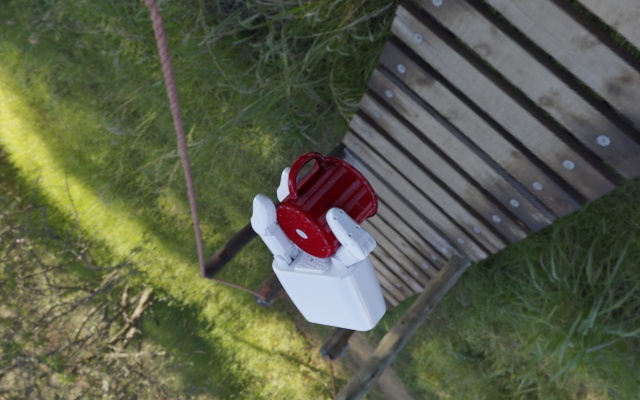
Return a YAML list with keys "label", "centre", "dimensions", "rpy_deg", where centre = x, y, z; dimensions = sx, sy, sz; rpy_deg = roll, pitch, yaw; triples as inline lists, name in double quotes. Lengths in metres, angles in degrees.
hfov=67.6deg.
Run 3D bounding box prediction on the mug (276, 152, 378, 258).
- label: "mug"
  centre: [0.000, 0.001, 0.530]
  dimensions: [0.093, 0.117, 0.081]
  rpy_deg: [16, 52, 43]
